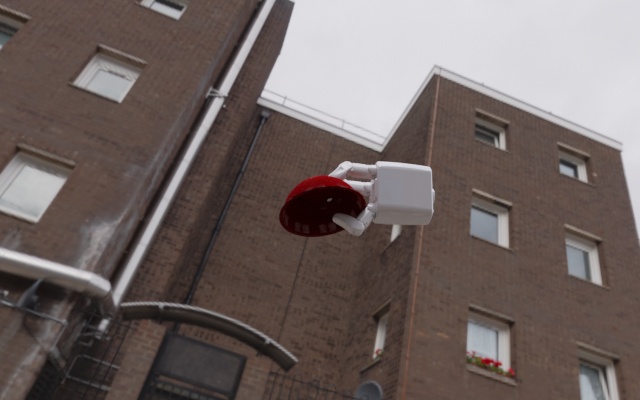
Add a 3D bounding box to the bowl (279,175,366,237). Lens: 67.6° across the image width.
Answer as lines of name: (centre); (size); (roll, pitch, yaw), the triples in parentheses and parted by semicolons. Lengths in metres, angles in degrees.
bowl: (-0.001, 0.002, 0.886); (0.162, 0.055, 0.162); (-8, -35, -6)
